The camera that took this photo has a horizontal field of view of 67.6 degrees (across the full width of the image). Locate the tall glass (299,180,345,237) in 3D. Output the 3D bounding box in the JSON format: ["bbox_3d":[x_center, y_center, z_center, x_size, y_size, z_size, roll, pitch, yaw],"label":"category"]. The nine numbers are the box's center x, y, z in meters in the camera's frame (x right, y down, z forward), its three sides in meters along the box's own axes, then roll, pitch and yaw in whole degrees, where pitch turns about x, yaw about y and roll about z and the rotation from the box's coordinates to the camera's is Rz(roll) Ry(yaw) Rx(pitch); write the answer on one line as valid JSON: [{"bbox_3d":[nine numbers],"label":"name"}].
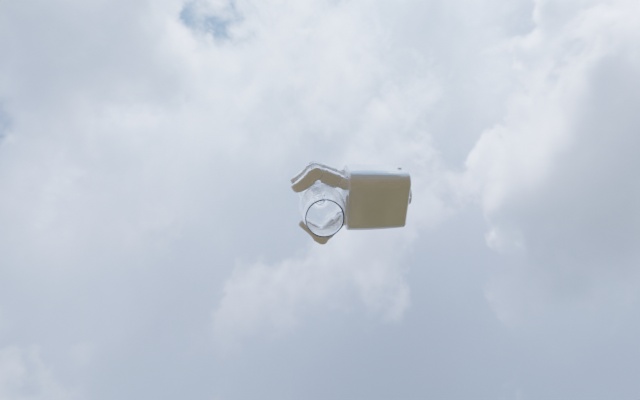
[{"bbox_3d":[0.000,0.003,0.835,0.079,0.079,0.201,0,15,-4],"label":"tall glass"}]
